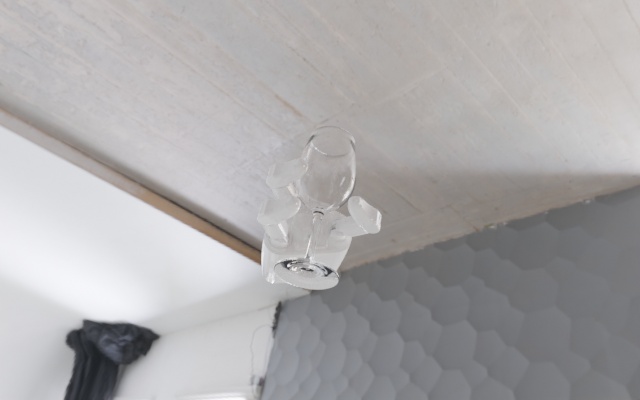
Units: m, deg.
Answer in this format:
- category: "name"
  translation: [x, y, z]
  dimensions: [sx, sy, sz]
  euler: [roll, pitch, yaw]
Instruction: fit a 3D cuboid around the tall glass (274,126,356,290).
- category: "tall glass"
  translation: [0.000, 0.002, 0.584]
  dimensions: [0.079, 0.201, 0.079]
  euler: [8, -34, 5]
